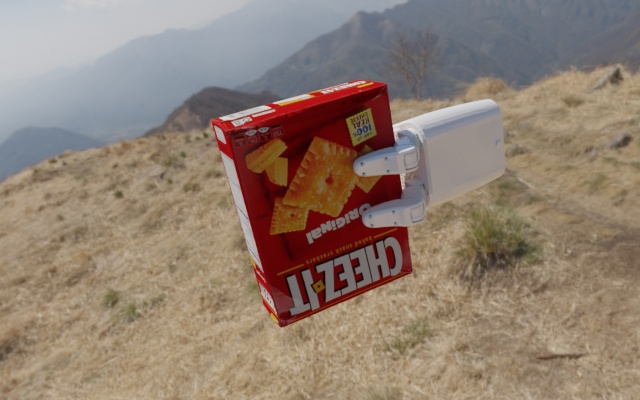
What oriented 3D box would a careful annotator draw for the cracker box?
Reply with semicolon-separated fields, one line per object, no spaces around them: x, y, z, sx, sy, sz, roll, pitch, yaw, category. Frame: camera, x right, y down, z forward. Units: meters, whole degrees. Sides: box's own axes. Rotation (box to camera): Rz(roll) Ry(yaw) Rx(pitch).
0.000;0.001;0.491;0.164;0.214;0.072;-19;22;-17;cracker box
